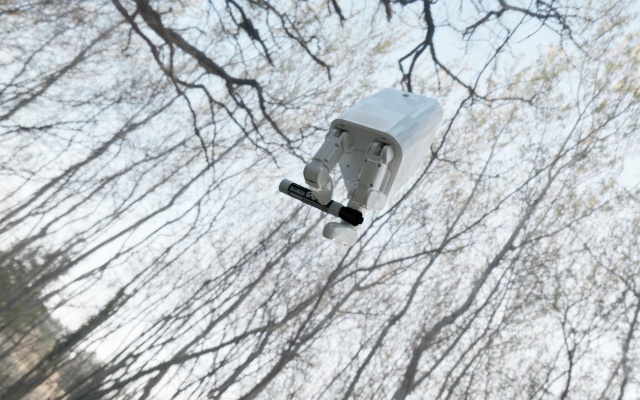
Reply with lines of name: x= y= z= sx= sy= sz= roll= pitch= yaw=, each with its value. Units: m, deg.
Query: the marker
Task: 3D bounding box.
marker: x=0.000 y=0.002 z=0.570 sx=0.121 sy=0.020 sz=0.020 roll=24 pitch=13 yaw=31
